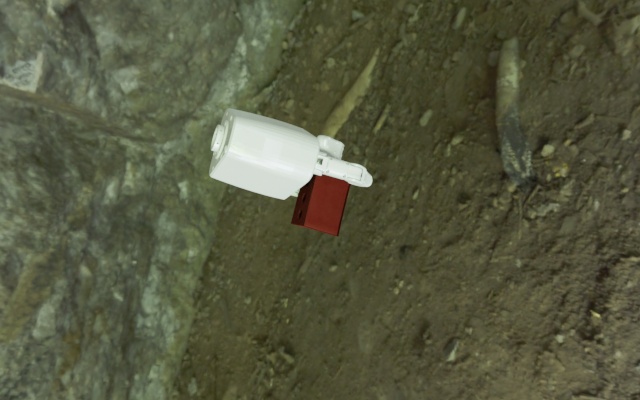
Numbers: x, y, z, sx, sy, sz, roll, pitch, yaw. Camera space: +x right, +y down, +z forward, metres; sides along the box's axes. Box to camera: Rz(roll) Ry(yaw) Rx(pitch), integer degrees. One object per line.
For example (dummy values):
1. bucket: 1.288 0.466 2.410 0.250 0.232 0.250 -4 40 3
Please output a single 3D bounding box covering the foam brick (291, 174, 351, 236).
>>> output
1. foam brick: 0.000 0.002 0.628 0.051 0.078 0.053 15 -5 -23
